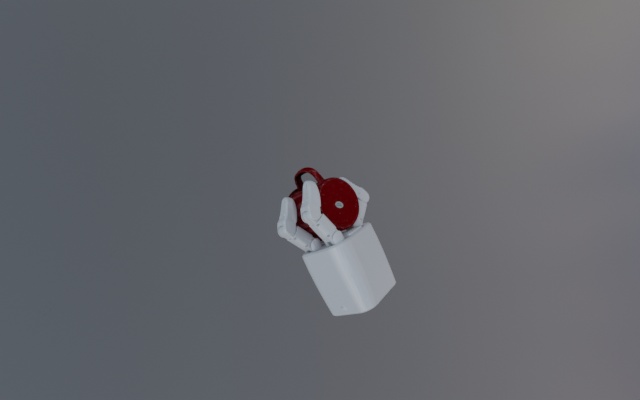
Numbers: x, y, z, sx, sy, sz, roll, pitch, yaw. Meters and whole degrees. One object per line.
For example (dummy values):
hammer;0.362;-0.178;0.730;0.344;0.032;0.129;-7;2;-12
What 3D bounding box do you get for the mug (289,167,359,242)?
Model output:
mug;0.000;0.001;0.735;0.093;0.117;0.081;-28;3;-40
